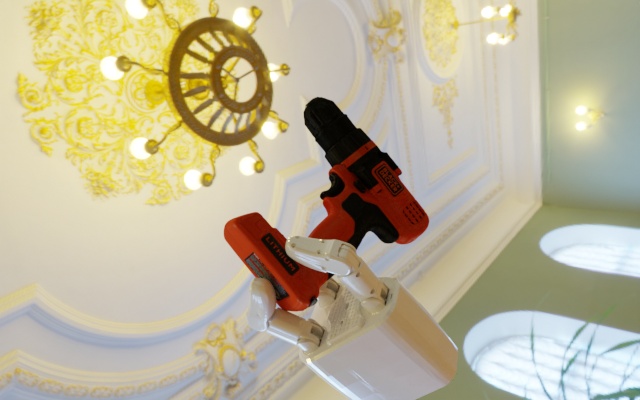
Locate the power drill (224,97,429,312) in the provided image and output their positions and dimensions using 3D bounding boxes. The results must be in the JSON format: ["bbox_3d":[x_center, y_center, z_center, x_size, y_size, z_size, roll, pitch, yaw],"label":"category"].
[{"bbox_3d":[0.000,0.002,0.473,0.187,0.184,0.057,-38,-4,-28],"label":"power drill"}]
